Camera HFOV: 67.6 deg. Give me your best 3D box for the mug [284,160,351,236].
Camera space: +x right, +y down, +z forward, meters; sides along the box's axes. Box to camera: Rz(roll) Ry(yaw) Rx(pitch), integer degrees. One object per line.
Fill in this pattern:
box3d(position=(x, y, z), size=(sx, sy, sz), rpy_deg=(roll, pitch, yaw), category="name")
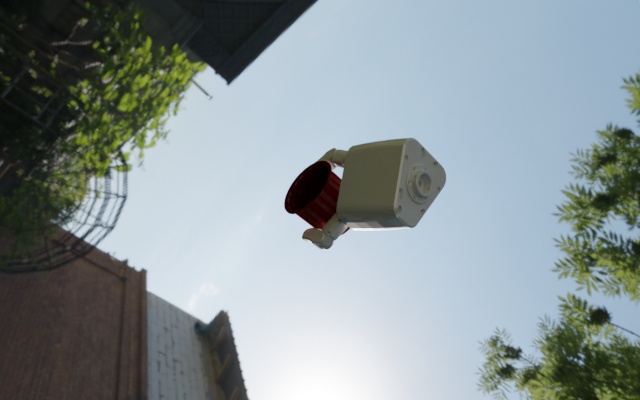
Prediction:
box3d(position=(-0.001, 0.003, 0.713), size=(0.081, 0.093, 0.117), rpy_deg=(40, -23, -29), category="mug")
